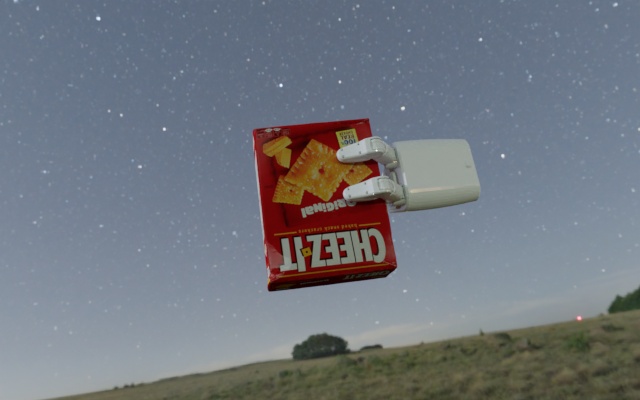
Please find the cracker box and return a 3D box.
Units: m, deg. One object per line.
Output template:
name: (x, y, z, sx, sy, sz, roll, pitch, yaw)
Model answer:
cracker box: (0.000, 0.002, 0.640, 0.164, 0.213, 0.072, -6, -19, -8)
